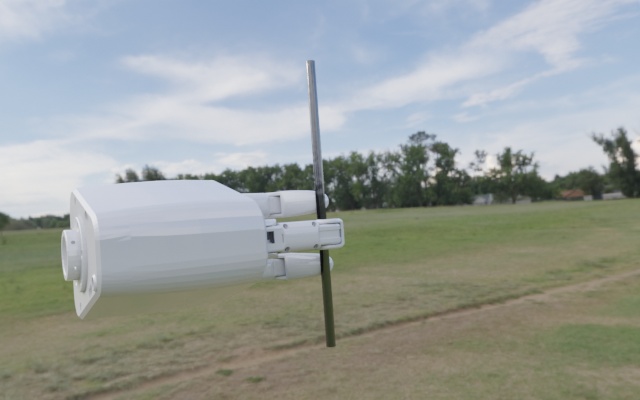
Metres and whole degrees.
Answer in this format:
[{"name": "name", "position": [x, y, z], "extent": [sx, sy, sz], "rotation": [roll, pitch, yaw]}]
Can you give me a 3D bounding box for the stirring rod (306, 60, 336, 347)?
[{"name": "stirring rod", "position": [0.000, 0.001, 0.402], "extent": [0.011, 0.239, 0.011], "rotation": [-4, -2, 0]}]
